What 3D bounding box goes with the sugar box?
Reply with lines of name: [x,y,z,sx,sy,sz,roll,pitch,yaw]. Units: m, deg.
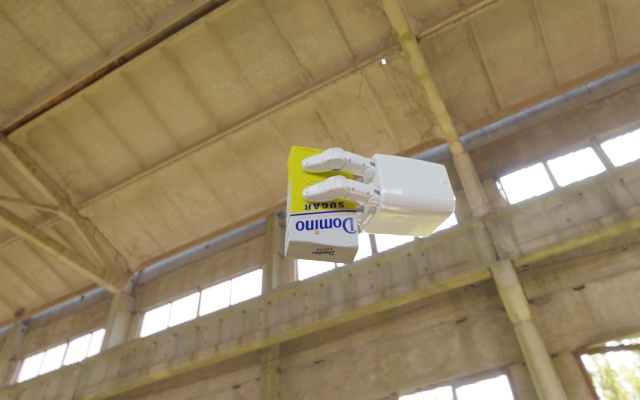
sugar box: [0.000,0.002,0.663,0.093,0.176,0.048,6,-44,-10]
